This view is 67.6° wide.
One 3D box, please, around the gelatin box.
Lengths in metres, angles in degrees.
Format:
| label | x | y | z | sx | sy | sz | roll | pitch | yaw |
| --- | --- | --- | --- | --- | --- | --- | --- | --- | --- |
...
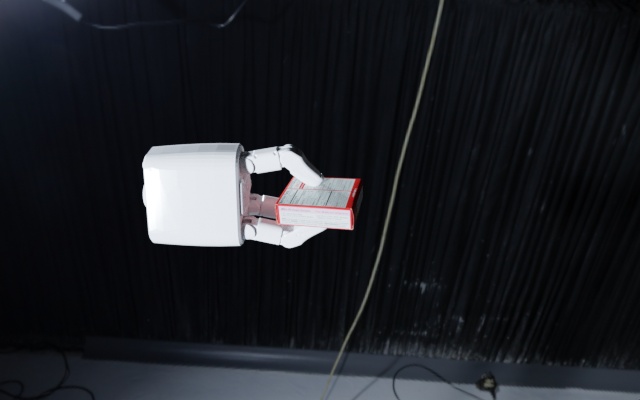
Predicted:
| label | x | y | z | sx | sy | sz | roll | pitch | yaw |
| --- | --- | --- | --- | --- | --- | --- | --- | --- | --- |
| gelatin box | 0.000 | 0.001 | 0.550 | 0.089 | 0.030 | 0.073 | 2 | 29 | 13 |
